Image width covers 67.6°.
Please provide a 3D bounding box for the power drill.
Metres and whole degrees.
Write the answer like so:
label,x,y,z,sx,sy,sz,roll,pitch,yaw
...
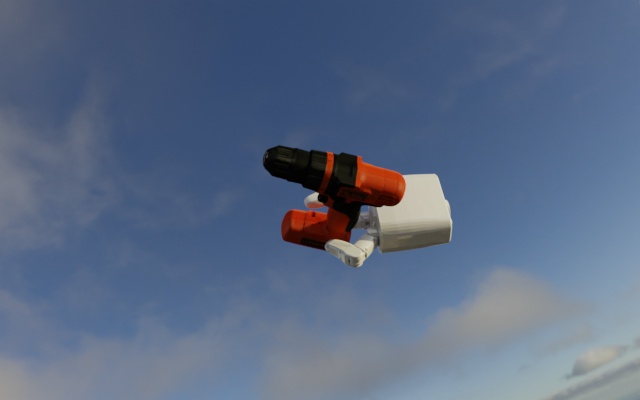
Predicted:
label,x,y,z,sx,sy,sz,roll,pitch,yaw
power drill,0.000,0.002,0.656,0.184,0.057,0.188,14,-32,-9
